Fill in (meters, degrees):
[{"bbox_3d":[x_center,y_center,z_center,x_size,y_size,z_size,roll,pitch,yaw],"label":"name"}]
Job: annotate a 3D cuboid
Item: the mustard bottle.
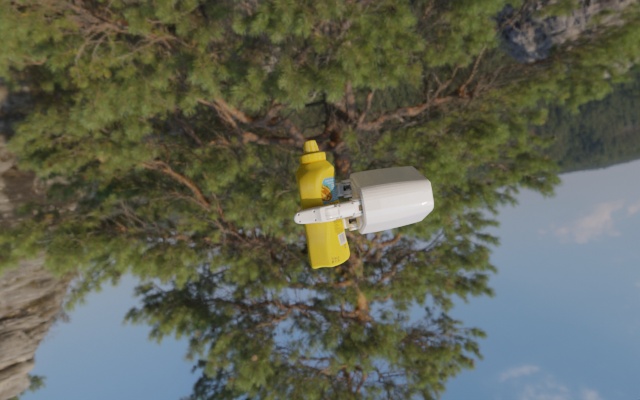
[{"bbox_3d":[0.000,0.003,0.739,0.058,0.191,0.096,-9,3,21],"label":"mustard bottle"}]
